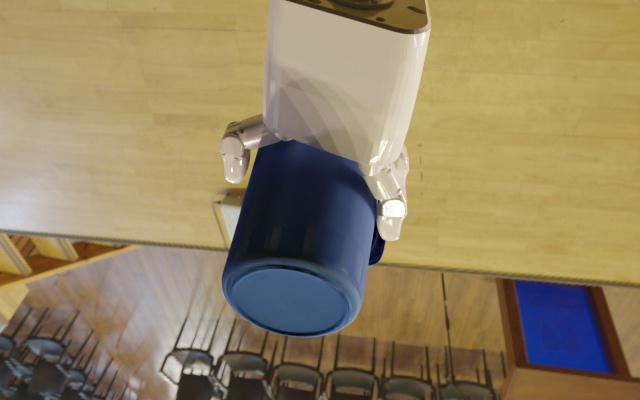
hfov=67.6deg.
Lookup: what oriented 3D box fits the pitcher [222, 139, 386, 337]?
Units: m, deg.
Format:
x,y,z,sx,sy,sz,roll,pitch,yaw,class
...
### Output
x,y,z,sx,sy,sz,roll,pitch,yaw,class
0.000,0.001,0.444,0.149,0.145,0.242,10,44,1,pitcher
